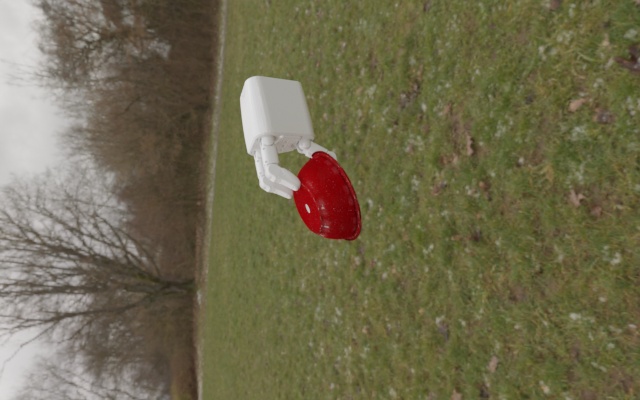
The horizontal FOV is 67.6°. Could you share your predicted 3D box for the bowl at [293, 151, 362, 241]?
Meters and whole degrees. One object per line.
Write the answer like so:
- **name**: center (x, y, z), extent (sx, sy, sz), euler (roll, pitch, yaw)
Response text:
- **bowl**: center (0.000, 0.004, 0.788), extent (0.055, 0.162, 0.162), euler (-24, 10, -23)
